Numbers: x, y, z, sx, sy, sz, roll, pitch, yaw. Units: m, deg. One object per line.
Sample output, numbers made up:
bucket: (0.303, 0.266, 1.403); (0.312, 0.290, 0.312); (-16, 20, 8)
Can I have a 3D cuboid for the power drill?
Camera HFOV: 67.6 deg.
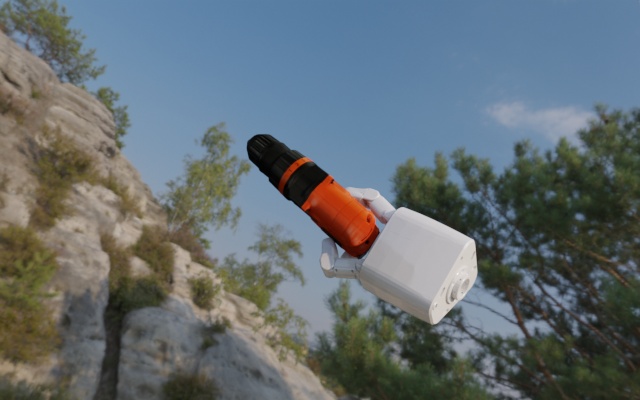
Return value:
power drill: (0.000, 0.002, 0.603); (0.184, 0.057, 0.188); (41, -1, 22)
